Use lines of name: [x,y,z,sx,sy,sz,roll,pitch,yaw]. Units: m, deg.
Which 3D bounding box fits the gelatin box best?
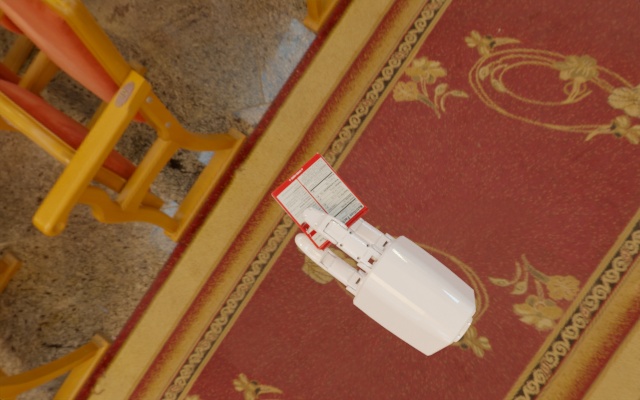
gelatin box: [0.000,0.002,0.550,0.073,0.089,0.030,-42,-10,3]
